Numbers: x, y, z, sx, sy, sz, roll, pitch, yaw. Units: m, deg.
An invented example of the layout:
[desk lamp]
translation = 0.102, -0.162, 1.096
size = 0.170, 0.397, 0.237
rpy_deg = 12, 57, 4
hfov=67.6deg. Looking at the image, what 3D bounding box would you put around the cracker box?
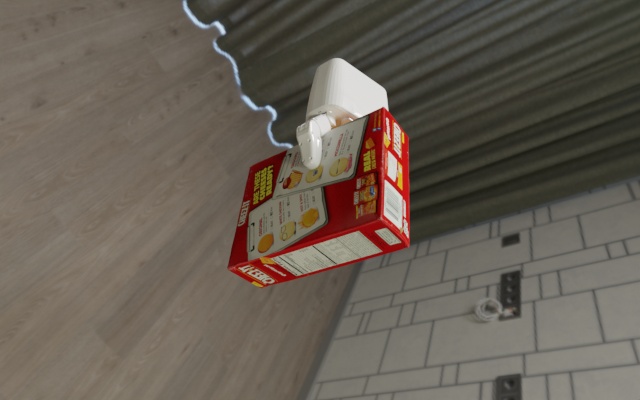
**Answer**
[cracker box]
translation = 0.000, 0.002, 0.575
size = 0.214, 0.164, 0.072
rpy_deg = -21, -45, 31
